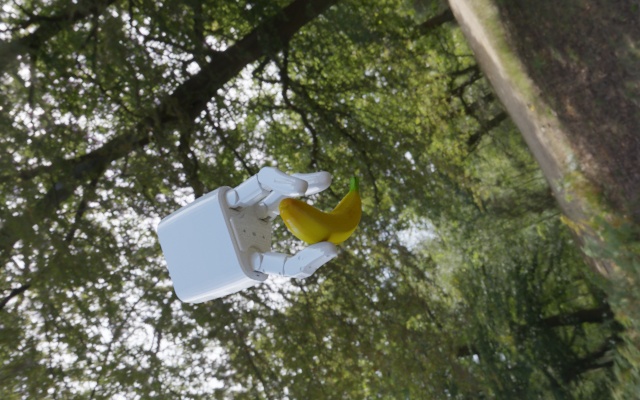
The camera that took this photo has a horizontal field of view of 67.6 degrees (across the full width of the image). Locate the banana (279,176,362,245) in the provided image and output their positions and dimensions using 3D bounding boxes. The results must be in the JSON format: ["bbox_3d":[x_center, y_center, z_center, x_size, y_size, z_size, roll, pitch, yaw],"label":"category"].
[{"bbox_3d":[0.008,0.019,0.544,0.037,0.069,0.198,-19,1,25],"label":"banana"}]
